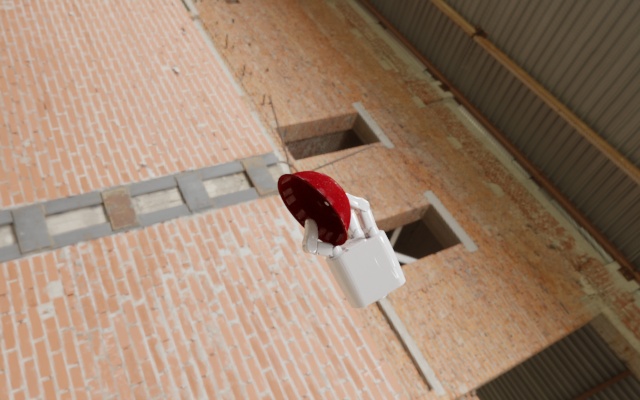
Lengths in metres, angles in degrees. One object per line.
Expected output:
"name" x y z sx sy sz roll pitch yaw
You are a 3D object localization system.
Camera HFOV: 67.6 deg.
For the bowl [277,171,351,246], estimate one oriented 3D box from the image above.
"bowl" 0.000 0.001 0.837 0.055 0.162 0.162 -44 22 -25
